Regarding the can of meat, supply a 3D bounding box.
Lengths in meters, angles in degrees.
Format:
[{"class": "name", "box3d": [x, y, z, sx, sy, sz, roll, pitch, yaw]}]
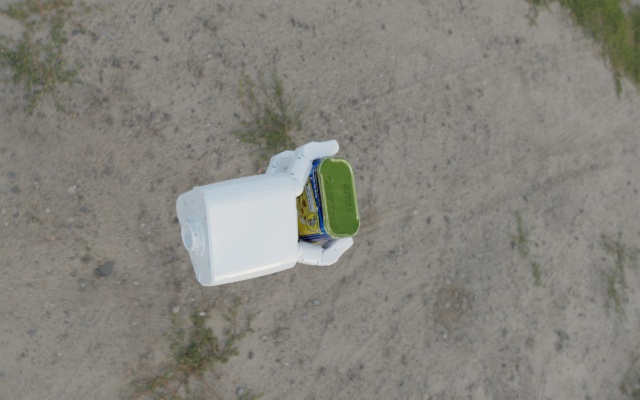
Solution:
[{"class": "can of meat", "box3d": [0.000, 0.002, 0.591, 0.057, 0.102, 0.084, -5, -6, -35]}]
